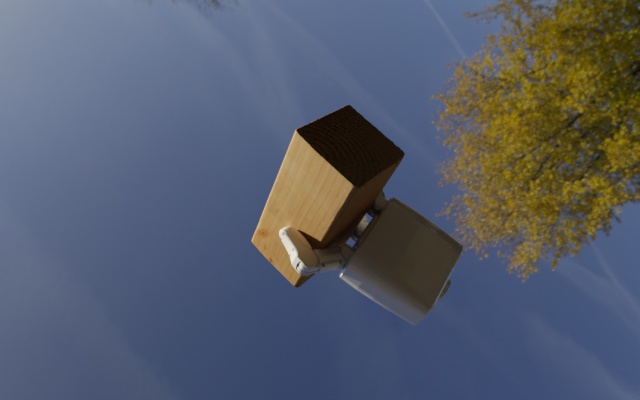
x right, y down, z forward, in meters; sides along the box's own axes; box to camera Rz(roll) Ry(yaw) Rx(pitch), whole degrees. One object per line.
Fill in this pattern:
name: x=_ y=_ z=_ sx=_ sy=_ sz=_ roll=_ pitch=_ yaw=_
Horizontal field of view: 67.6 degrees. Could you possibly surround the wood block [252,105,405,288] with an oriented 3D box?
wood block: x=0.000 y=0.002 z=0.566 sx=0.090 sy=0.090 sz=0.206 roll=-34 pitch=-19 yaw=-40
